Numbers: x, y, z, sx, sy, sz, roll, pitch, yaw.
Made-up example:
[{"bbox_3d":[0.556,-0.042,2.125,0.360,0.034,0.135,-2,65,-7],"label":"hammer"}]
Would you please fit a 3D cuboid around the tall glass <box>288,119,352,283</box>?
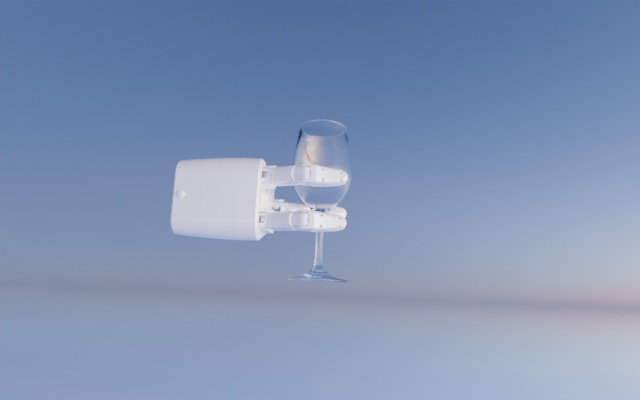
[{"bbox_3d":[0.000,0.003,0.608,0.079,0.201,0.079,2,-11,0],"label":"tall glass"}]
